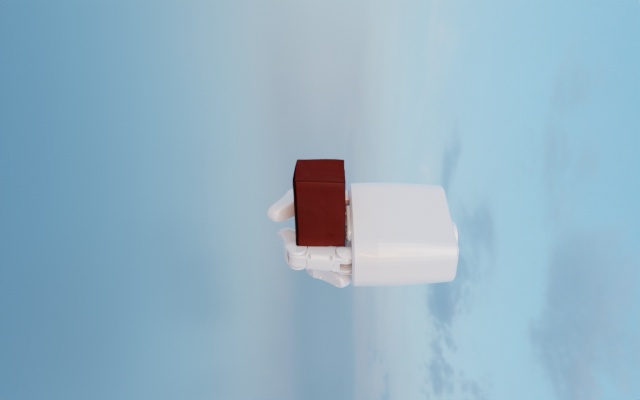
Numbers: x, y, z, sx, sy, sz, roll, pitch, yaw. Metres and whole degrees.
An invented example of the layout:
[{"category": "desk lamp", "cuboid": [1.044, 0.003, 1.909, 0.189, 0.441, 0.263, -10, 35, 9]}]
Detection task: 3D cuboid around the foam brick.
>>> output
[{"category": "foam brick", "cuboid": [0.000, 0.001, 0.492, 0.051, 0.078, 0.053, 0, 31, 2]}]
